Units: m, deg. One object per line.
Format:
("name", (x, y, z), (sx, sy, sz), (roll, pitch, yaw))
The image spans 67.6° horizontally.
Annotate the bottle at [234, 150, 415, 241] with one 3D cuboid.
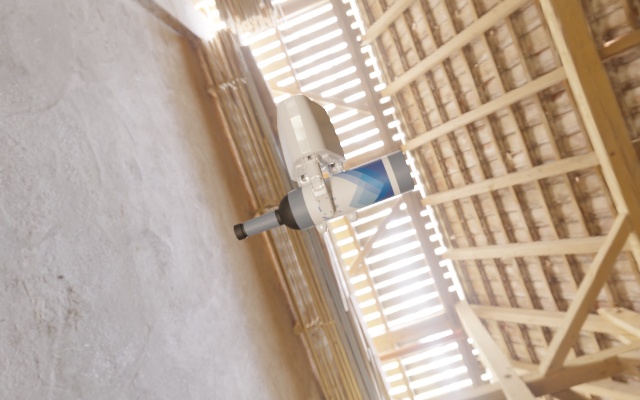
("bottle", (0.000, 0.002, 0.766), (0.296, 0.069, 0.069), (-20, -3, 7))
